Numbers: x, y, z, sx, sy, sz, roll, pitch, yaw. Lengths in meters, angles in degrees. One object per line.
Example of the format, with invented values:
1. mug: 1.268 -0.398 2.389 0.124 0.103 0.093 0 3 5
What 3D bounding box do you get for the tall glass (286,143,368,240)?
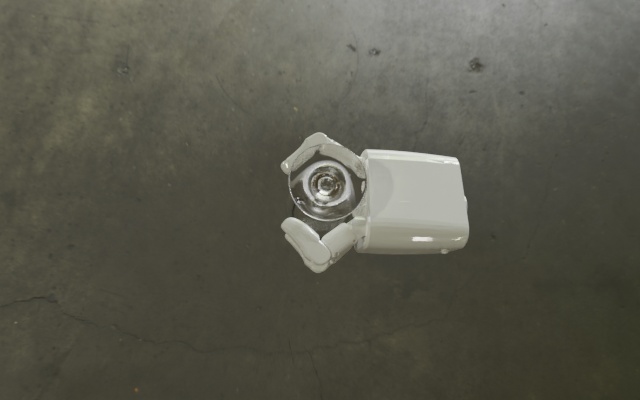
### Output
1. tall glass: 0.000 0.002 0.539 0.079 0.079 0.201 0 -11 -5
